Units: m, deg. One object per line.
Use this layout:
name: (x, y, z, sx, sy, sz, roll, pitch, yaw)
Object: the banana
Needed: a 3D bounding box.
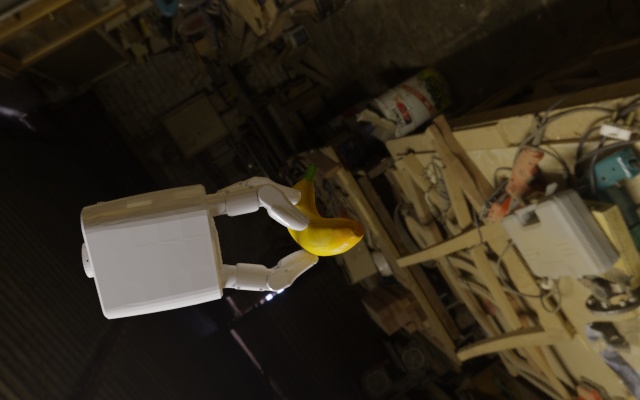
banana: (-0.007, 0.017, 0.502, 0.037, 0.070, 0.197, 14, 17, -21)
